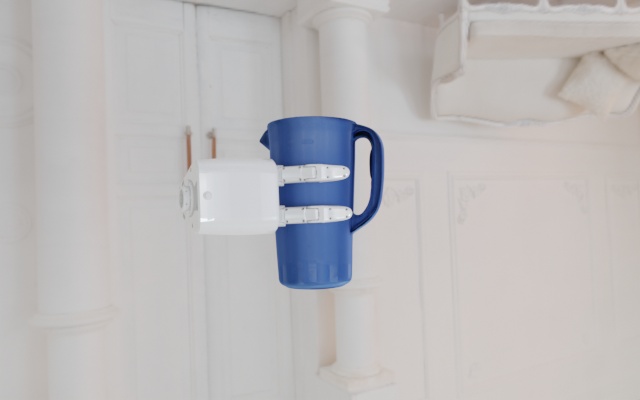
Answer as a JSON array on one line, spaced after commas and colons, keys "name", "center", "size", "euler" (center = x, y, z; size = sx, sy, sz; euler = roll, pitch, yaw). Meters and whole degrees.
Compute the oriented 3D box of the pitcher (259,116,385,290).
[{"name": "pitcher", "center": [0.000, 0.002, 0.699], "size": [0.145, 0.243, 0.149], "euler": [-1, -2, -29]}]
